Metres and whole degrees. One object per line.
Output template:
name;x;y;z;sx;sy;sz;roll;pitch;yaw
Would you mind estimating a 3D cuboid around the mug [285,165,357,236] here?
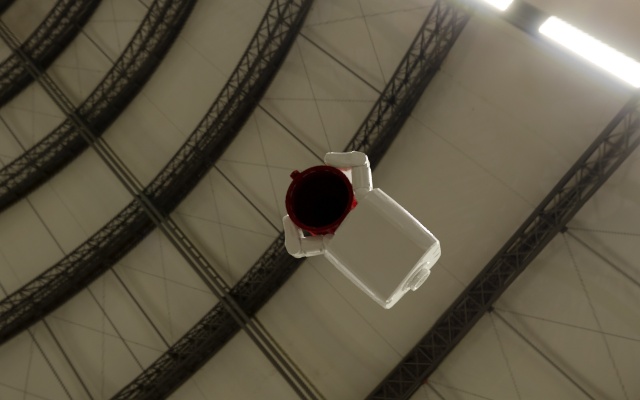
mug;-0.001;0.001;0.666;0.117;0.093;0.081;42;-4;25
